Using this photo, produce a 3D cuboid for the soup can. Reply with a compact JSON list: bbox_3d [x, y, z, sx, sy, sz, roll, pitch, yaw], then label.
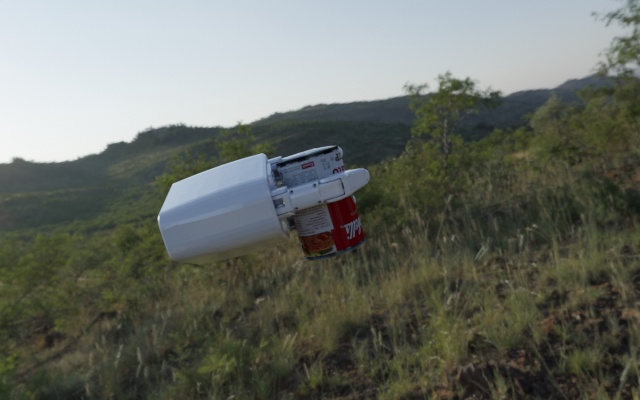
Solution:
[{"bbox_3d":[0.000,0.001,0.489,0.068,0.102,0.068,-16,7,2],"label":"soup can"}]
